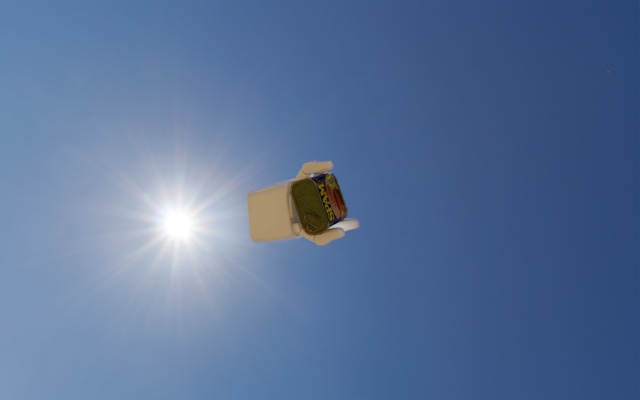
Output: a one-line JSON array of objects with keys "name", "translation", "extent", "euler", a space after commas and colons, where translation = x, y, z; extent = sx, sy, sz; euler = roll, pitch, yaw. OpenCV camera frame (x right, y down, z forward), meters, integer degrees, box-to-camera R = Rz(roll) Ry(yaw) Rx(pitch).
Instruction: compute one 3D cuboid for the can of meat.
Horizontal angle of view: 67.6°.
[{"name": "can of meat", "translation": [0.000, 0.003, 0.871], "extent": [0.057, 0.102, 0.084], "euler": [-16, 5, 33]}]
